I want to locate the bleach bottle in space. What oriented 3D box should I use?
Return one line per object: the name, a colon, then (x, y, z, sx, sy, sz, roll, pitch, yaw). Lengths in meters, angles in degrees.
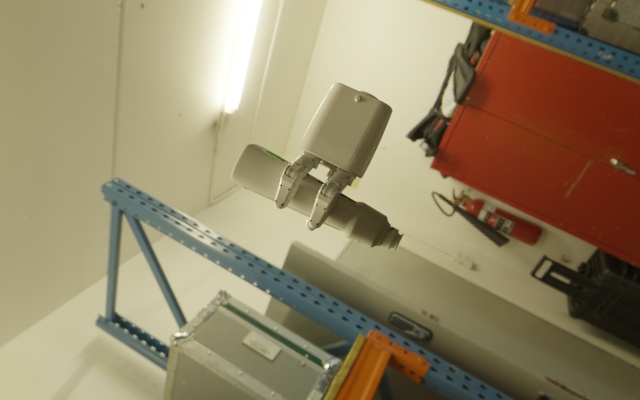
bleach bottle: (0.000, 0.002, 0.685, 0.251, 0.068, 0.102, 27, 2, 13)
